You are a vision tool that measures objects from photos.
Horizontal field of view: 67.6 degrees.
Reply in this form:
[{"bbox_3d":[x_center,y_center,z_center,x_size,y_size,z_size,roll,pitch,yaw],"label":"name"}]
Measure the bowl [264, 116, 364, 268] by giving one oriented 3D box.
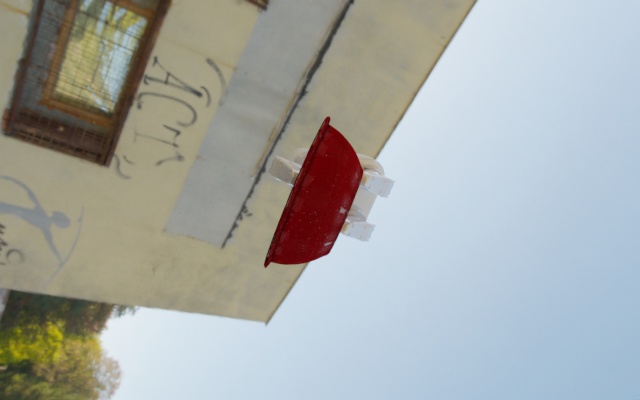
[{"bbox_3d":[0.000,0.002,0.473,0.055,0.162,0.162,23,0,0],"label":"bowl"}]
